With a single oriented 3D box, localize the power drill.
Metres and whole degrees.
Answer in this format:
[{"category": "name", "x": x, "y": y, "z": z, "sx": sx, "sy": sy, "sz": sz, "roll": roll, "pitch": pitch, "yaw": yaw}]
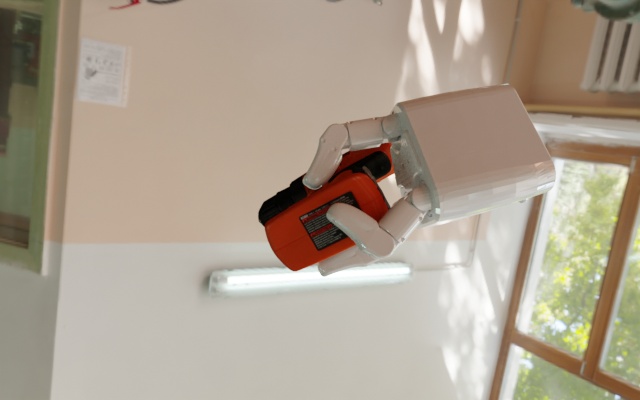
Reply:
[{"category": "power drill", "x": 0.000, "y": 0.002, "z": 0.487, "sx": 0.184, "sy": 0.057, "sz": 0.187, "roll": -29, "pitch": 12, "yaw": 13}]
